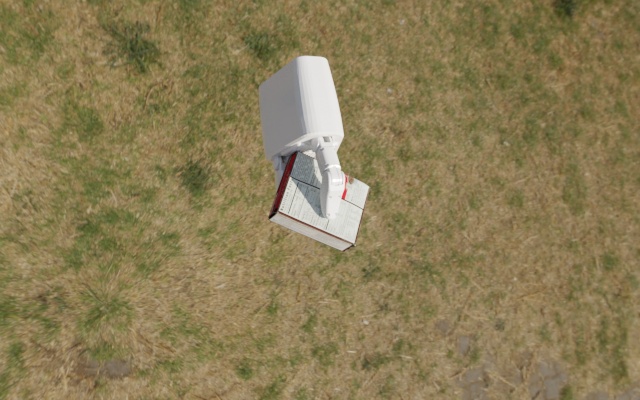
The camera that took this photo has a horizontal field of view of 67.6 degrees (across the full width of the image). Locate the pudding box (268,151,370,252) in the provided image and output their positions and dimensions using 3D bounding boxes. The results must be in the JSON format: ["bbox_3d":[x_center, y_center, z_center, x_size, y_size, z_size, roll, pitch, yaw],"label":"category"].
[{"bbox_3d":[0.000,0.002,0.602,0.113,0.090,0.039,24,-25,-15],"label":"pudding box"}]
